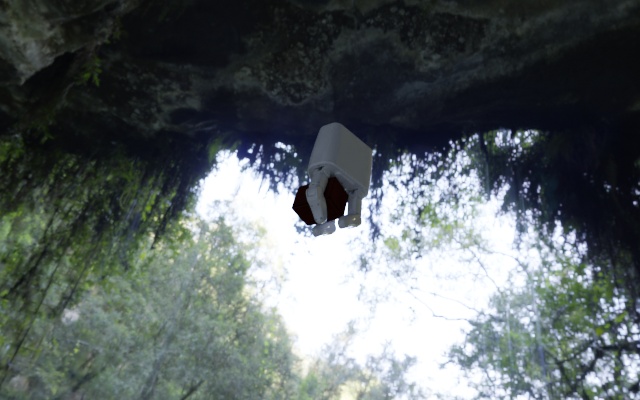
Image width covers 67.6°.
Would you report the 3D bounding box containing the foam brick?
[{"bbox_3d":[0.000,0.003,0.816,0.078,0.051,0.053,-14,-48,29],"label":"foam brick"}]
